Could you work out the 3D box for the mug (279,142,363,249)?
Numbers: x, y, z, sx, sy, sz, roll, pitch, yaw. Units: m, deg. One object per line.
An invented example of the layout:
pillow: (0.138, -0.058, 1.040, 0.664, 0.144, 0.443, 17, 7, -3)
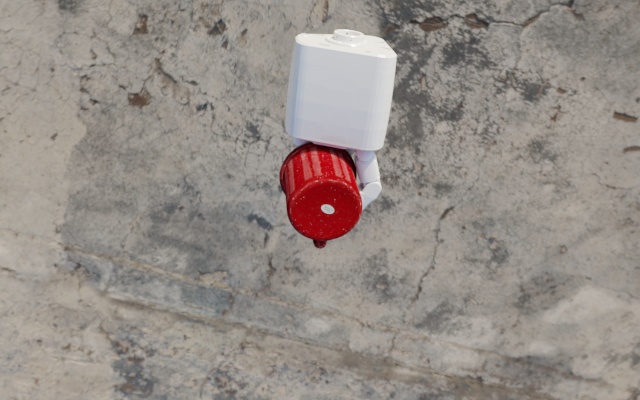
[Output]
mug: (0.000, 0.003, 0.544, 0.093, 0.117, 0.081, 2, 30, -8)
